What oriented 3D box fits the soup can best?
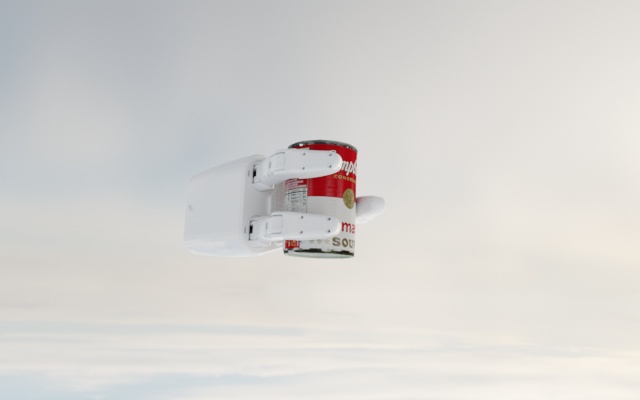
[{"bbox_3d":[0.001,0.002,0.449,0.068,0.102,0.068,2,-11,0],"label":"soup can"}]
